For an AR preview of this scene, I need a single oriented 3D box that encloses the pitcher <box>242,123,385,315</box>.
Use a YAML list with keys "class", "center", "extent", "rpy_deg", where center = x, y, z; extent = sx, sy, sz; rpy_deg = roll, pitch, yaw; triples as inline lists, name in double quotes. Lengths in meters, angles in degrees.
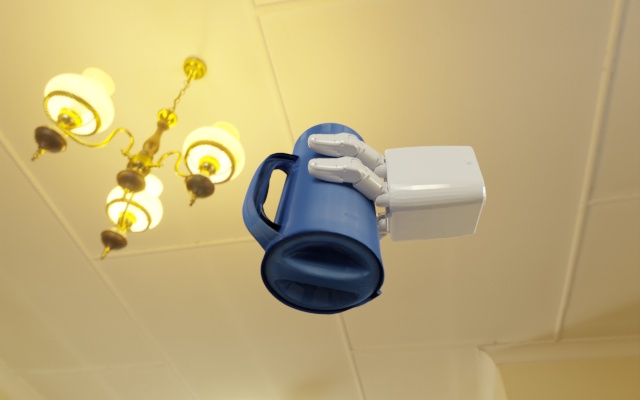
- class: "pitcher"
  center: [0.000, 0.002, 0.590]
  extent: [0.145, 0.149, 0.242]
  rpy_deg: [-3, 40, 6]
